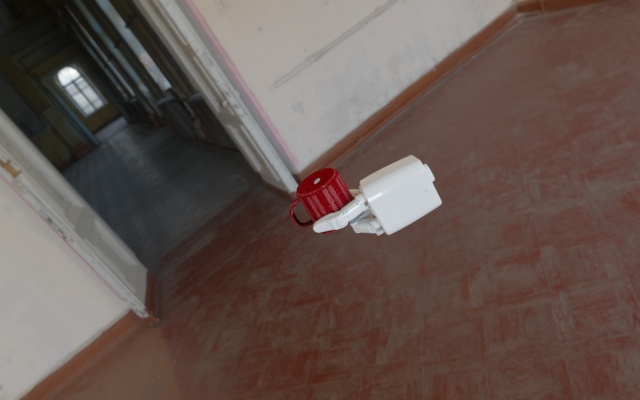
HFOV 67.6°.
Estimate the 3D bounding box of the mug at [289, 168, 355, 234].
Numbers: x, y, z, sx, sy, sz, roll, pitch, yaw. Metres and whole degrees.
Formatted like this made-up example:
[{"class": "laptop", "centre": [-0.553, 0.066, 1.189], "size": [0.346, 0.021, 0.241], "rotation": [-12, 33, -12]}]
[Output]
[{"class": "mug", "centre": [-0.001, 0.003, 0.829], "size": [0.117, 0.081, 0.093], "rotation": [-29, 25, 8]}]
